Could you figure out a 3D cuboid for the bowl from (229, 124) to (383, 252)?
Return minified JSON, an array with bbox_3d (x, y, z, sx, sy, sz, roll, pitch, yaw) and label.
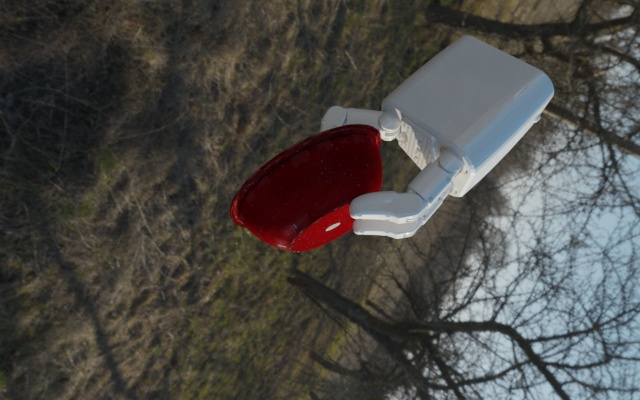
[{"bbox_3d":[-0.001,0.003,0.445,0.162,0.055,0.162,-27,-19,-10],"label":"bowl"}]
